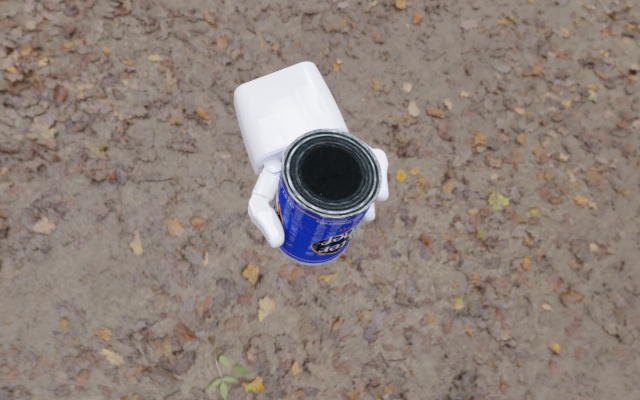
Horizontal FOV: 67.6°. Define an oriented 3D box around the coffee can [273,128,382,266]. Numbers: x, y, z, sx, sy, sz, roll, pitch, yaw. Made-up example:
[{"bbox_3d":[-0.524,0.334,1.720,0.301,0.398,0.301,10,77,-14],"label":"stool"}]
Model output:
[{"bbox_3d":[0.000,0.002,0.533,0.103,0.102,0.140,0,-26,-11],"label":"coffee can"}]
